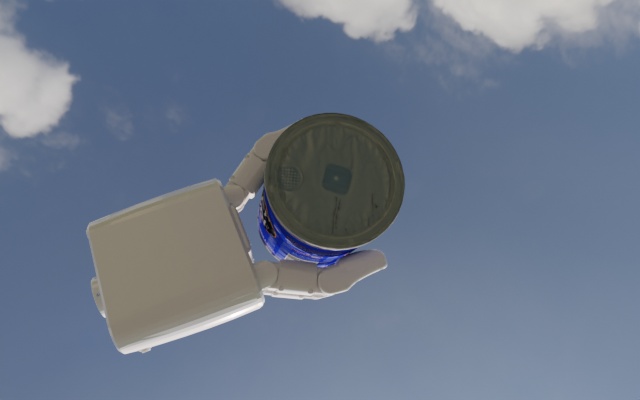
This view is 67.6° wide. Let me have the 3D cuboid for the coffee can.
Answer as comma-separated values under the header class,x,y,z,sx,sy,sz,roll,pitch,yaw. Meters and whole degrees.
class,x,y,z,sx,sy,sz,roll,pitch,yaw
coffee can,0.000,0.001,0.407,0.103,0.102,0.140,0,-14,-10
